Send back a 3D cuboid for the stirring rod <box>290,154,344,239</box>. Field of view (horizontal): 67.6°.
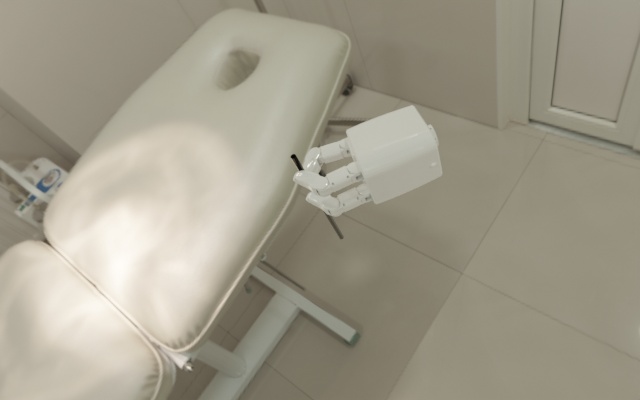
[{"bbox_3d":[0.000,0.002,0.745,0.011,0.011,0.240,0,-31,21],"label":"stirring rod"}]
